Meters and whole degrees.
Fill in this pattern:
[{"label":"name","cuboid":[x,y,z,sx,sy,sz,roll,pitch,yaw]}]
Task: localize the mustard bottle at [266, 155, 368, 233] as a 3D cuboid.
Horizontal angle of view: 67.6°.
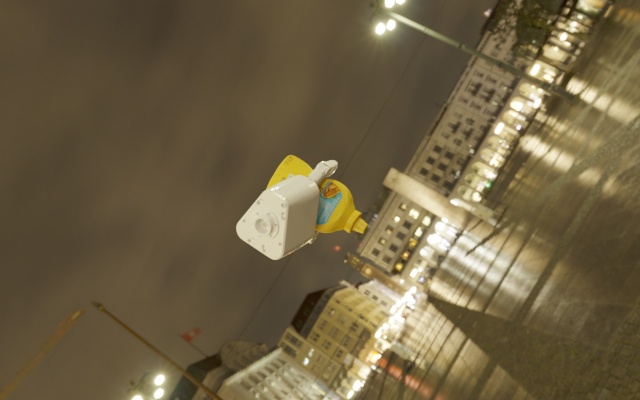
[{"label":"mustard bottle","cuboid":[0.000,0.003,0.861,0.191,0.096,0.058,31,-1,15]}]
